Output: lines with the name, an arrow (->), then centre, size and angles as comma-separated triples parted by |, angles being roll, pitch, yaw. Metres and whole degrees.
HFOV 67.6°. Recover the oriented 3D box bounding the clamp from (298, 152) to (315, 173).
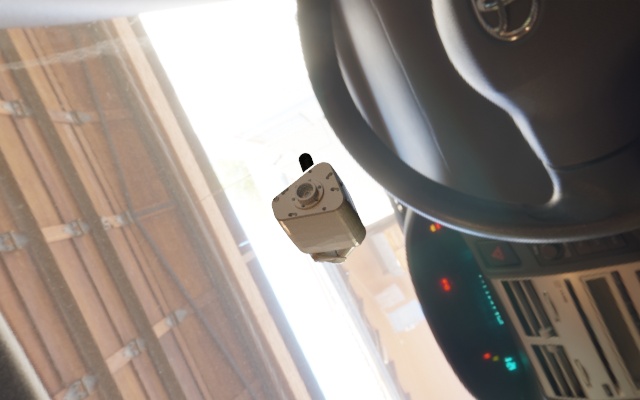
clamp -> 0.000, 0.003, 0.813 | 0.039, 0.171, 0.120 | -25, -37, 6
